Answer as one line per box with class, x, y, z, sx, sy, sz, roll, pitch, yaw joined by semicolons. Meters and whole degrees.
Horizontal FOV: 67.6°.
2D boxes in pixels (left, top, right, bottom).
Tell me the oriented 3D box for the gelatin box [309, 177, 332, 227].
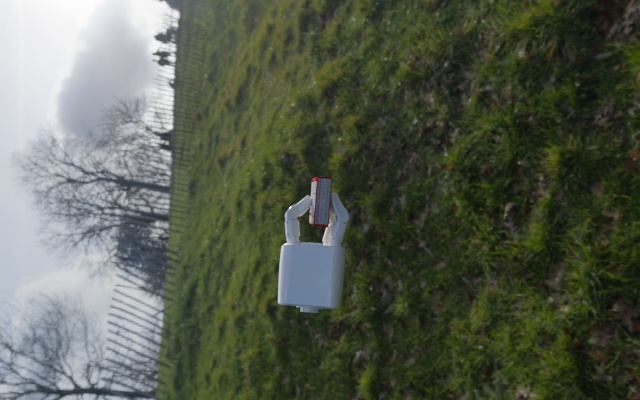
gelatin box;0.000;0.002;0.866;0.030;0.089;0.073;4;-1;-7
